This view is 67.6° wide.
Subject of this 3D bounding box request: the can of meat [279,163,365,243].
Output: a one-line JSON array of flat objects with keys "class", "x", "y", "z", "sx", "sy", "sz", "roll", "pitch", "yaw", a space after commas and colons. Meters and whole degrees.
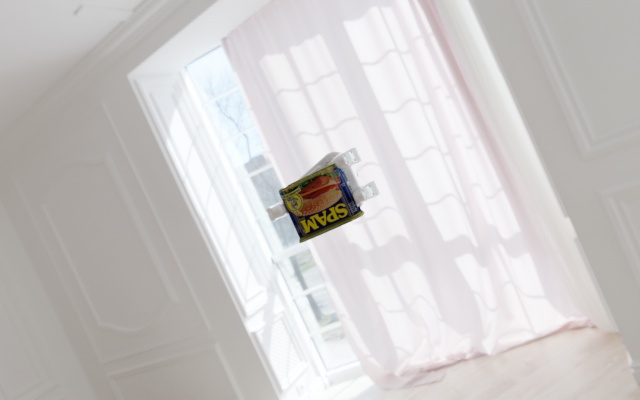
[{"class": "can of meat", "x": 0.000, "y": 0.002, "z": 0.688, "sx": 0.102, "sy": 0.084, "sz": 0.057, "roll": -24, "pitch": 1, "yaw": 12}]
